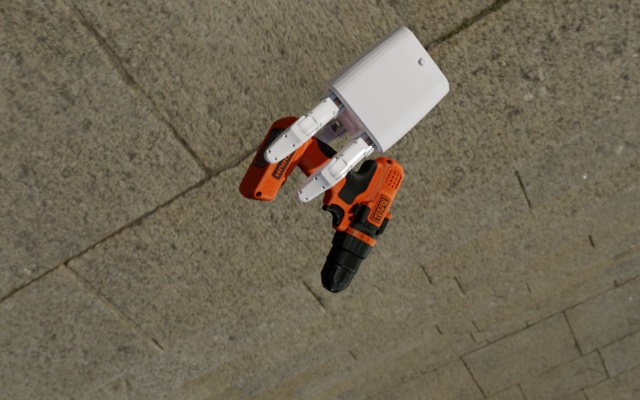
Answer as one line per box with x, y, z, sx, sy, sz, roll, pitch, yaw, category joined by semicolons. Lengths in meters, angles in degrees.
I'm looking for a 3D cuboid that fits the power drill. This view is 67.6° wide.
0.000;0.001;0.573;0.188;0.184;0.057;30;-9;-31;power drill
